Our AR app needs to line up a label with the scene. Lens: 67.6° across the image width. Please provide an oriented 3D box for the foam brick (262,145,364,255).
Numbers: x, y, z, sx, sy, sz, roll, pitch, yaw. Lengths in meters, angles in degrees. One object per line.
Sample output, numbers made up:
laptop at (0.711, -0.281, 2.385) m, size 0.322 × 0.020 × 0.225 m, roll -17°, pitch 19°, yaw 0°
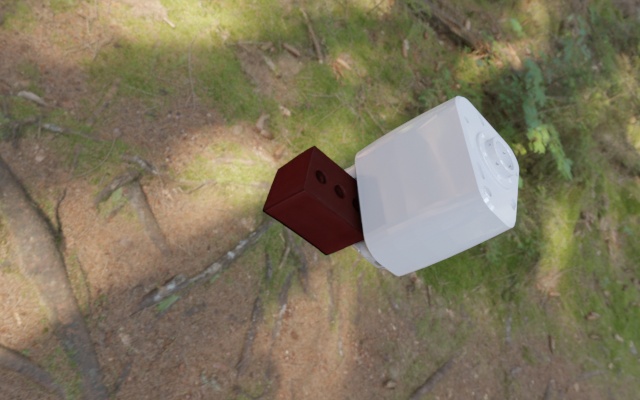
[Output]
foam brick at (0.000, 0.001, 0.415) m, size 0.078 × 0.053 × 0.051 m, roll 37°, pitch -45°, yaw -27°
